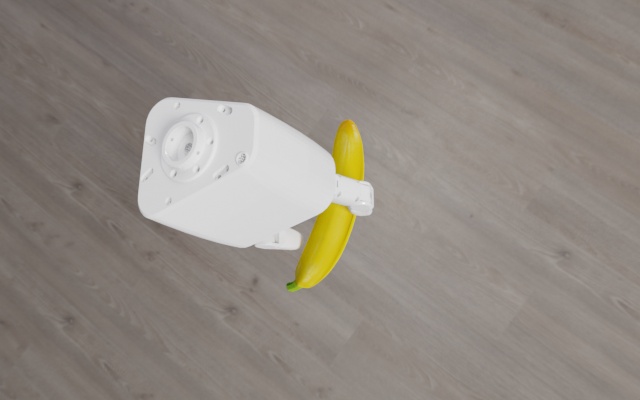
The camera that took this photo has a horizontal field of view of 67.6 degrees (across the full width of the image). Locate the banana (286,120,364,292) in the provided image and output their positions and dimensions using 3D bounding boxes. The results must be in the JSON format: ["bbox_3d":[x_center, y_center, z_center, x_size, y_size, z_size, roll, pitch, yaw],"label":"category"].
[{"bbox_3d":[0.010,0.008,0.494,0.037,0.198,0.069,22,-2,-38],"label":"banana"}]
